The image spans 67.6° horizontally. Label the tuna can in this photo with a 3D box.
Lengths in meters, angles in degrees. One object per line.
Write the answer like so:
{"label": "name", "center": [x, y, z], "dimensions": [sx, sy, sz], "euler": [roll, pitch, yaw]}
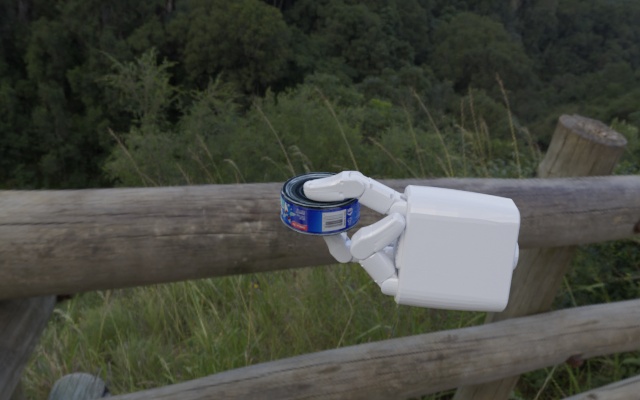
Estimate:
{"label": "tuna can", "center": [0.000, 0.001, 0.506], "dimensions": [0.086, 0.034, 0.086], "euler": [1, 28, 0]}
